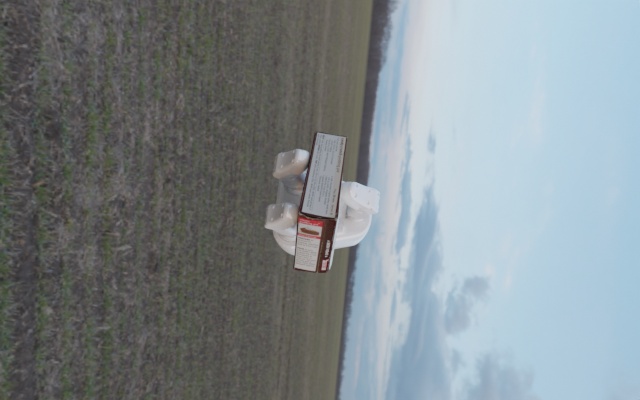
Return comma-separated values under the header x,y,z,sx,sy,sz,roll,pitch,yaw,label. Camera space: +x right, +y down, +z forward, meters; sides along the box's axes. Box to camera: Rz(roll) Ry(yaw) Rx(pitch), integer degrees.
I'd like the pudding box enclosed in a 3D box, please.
x,y,z,sx,sy,sz,roll,pitch,yaw,label
0.000,0.002,0.475,0.039,0.113,0.090,7,-41,0,pudding box
